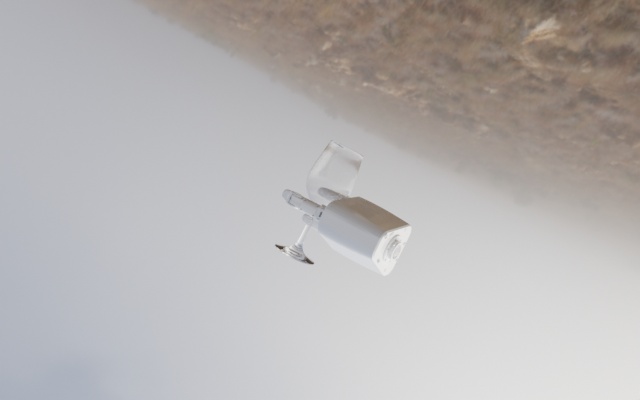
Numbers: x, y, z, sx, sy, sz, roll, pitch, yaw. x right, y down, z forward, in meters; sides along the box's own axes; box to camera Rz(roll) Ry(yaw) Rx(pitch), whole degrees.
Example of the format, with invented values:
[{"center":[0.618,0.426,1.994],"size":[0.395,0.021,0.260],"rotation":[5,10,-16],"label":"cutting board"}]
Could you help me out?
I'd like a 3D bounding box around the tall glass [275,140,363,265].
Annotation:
[{"center":[0.000,0.003,0.800],"size":[0.079,0.201,0.079],"rotation":[26,3,-2],"label":"tall glass"}]
